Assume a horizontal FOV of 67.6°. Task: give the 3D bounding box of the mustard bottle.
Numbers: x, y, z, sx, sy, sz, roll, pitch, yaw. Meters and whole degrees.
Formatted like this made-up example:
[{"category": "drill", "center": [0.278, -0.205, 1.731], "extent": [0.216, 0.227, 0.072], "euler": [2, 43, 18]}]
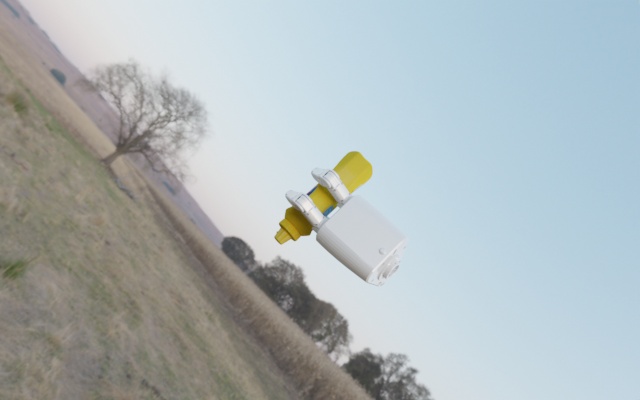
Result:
[{"category": "mustard bottle", "center": [0.000, 0.002, 0.785], "extent": [0.191, 0.058, 0.096], "euler": [-43, -1, -13]}]
